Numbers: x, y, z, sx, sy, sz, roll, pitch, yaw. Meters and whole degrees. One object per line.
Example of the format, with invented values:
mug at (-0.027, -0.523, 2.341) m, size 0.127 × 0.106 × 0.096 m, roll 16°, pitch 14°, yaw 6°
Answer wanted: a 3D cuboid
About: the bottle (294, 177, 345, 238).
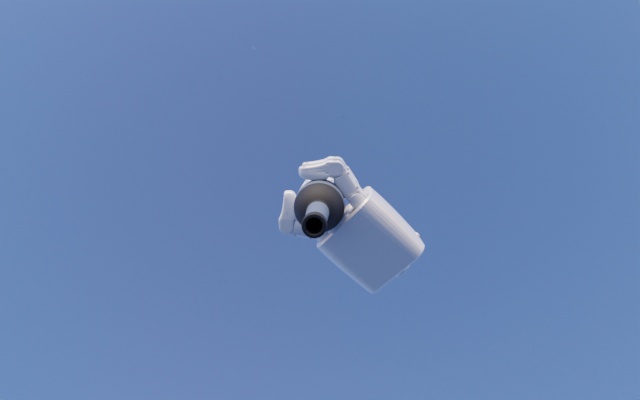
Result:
bottle at (0.000, 0.002, 0.653) m, size 0.069 × 0.069 × 0.295 m, roll 0°, pitch 10°, yaw 3°
